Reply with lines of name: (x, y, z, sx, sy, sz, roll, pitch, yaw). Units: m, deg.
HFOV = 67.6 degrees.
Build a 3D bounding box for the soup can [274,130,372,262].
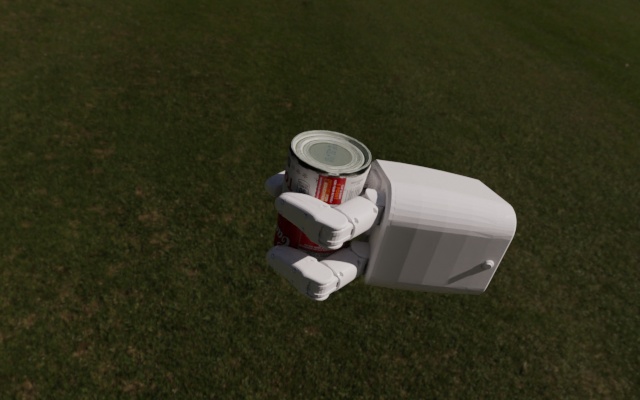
soup can: (0.000, 0.001, 0.402, 0.068, 0.102, 0.068, 8, 35, -6)
